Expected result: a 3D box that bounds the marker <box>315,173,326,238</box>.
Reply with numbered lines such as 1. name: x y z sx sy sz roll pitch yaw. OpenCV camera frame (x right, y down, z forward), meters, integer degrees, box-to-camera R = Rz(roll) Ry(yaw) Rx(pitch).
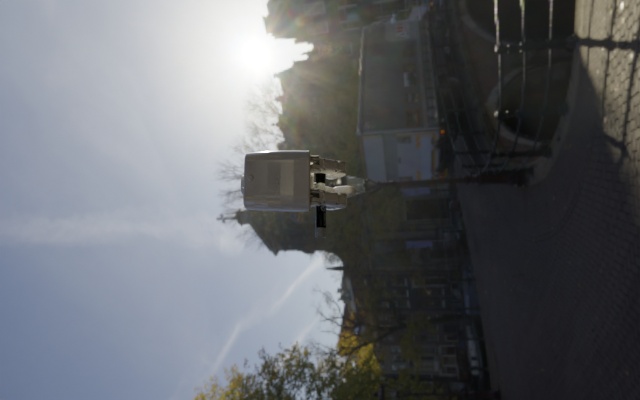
1. marker: 0.000 0.003 0.812 0.020 0.121 0.020 0 -13 0
